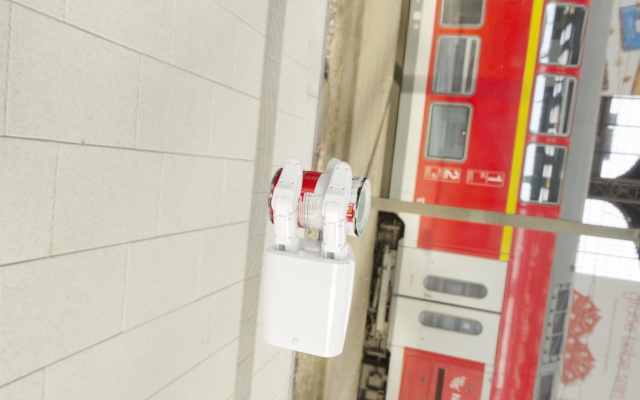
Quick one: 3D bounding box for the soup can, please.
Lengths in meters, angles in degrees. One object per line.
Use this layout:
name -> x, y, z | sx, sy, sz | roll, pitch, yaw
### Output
soup can -> 0.000, 0.001, 0.538 | 0.102, 0.068, 0.068 | 7, 2, 17
